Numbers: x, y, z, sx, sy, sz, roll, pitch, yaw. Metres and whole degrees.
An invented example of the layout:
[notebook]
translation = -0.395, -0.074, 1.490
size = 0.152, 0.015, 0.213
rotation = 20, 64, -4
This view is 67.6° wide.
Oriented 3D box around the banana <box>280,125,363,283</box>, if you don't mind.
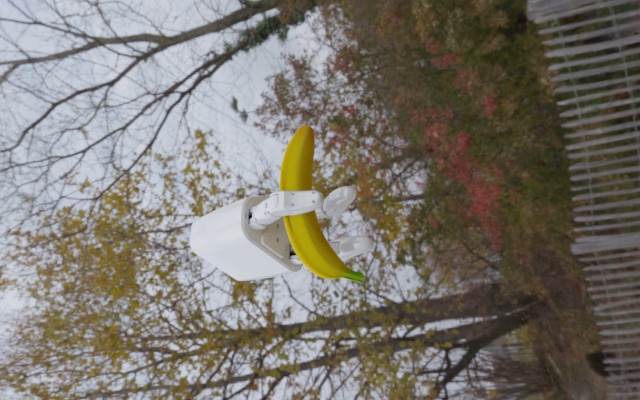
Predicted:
[banana]
translation = -0.014, 0.008, 0.550
size = 0.069, 0.197, 0.037
rotation = -12, -10, -37
